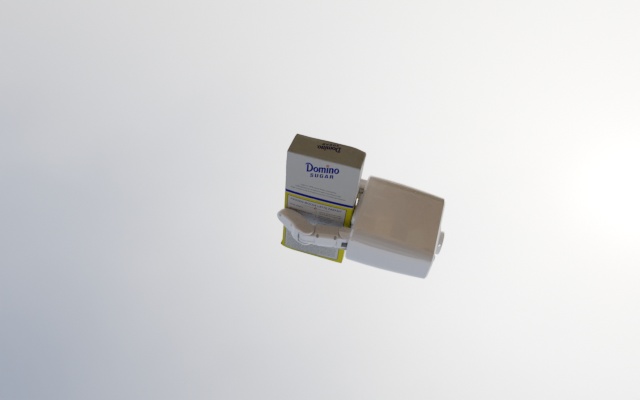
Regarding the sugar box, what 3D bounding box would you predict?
[{"bbox_3d":[0.000,0.002,0.627,0.093,0.176,0.048,15,42,7],"label":"sugar box"}]
